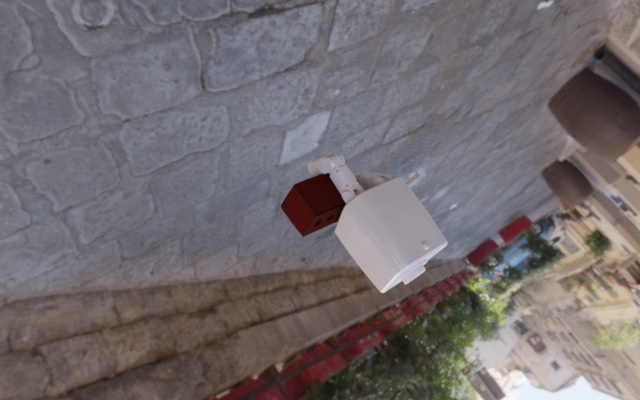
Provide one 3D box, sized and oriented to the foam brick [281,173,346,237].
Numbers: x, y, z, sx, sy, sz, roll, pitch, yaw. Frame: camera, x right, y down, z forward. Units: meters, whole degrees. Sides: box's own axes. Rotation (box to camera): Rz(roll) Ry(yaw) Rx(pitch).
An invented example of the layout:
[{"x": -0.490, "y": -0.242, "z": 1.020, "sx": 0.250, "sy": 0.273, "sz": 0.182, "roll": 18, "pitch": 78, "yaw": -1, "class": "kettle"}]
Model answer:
[{"x": 0.000, "y": 0.002, "z": 0.612, "sx": 0.078, "sy": 0.051, "sz": 0.053, "roll": -22, "pitch": -21, "yaw": -35, "class": "foam brick"}]
